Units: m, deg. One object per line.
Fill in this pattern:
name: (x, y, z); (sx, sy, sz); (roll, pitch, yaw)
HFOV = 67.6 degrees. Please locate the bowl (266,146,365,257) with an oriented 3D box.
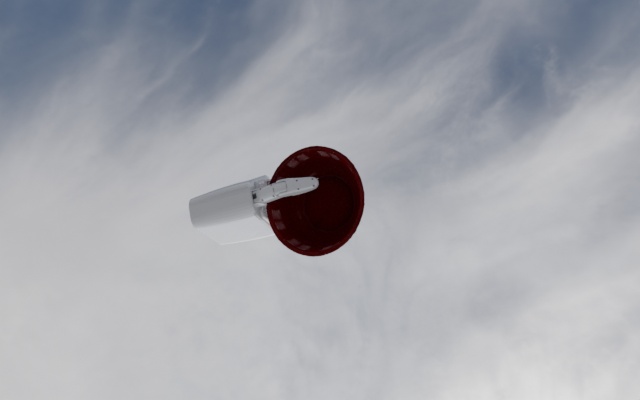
bowl: (0.002, 0.002, 0.715); (0.162, 0.162, 0.055); (0, -5, 28)
